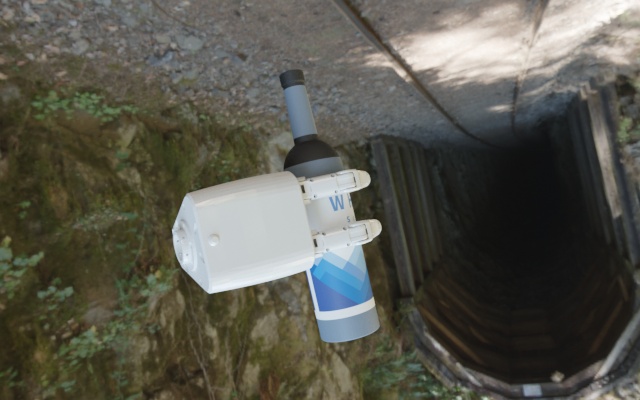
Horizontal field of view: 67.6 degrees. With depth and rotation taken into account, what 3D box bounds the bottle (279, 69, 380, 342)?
[{"bbox_3d":[0.000,0.002,0.530,0.069,0.295,0.069,-13,-1,0],"label":"bottle"}]
